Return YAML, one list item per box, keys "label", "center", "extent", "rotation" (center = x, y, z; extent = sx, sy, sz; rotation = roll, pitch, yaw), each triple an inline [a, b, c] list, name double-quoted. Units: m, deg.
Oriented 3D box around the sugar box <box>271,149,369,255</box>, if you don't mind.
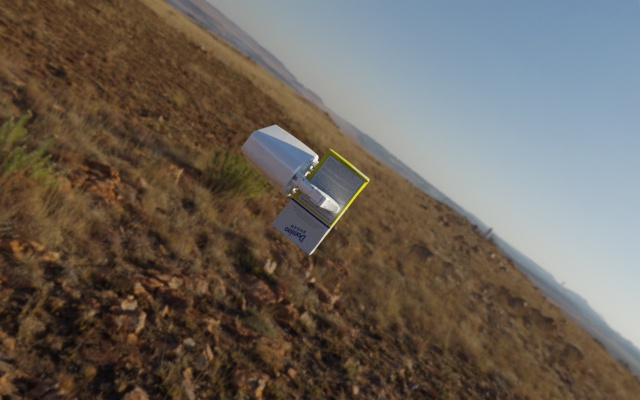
- label: "sugar box"
  center: [0.000, 0.003, 0.876]
  extent: [0.093, 0.176, 0.048]
  rotation: [39, 10, 5]
